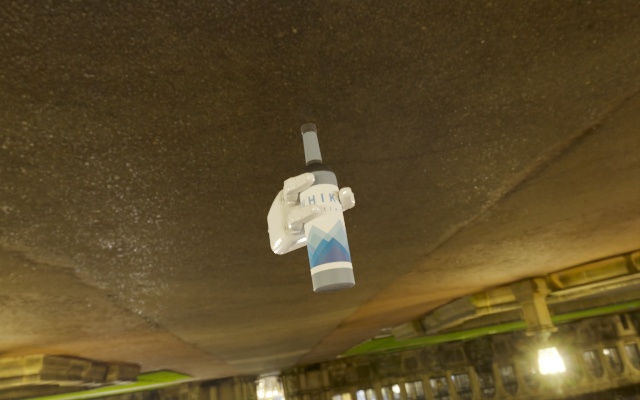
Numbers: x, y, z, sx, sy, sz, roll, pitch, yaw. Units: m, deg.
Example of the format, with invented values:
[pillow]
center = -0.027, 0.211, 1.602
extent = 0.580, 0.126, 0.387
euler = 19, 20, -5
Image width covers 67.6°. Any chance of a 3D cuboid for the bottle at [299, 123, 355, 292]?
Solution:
[bottle]
center = 0.000, 0.003, 0.811
extent = 0.069, 0.295, 0.069
euler = -8, -20, -3
